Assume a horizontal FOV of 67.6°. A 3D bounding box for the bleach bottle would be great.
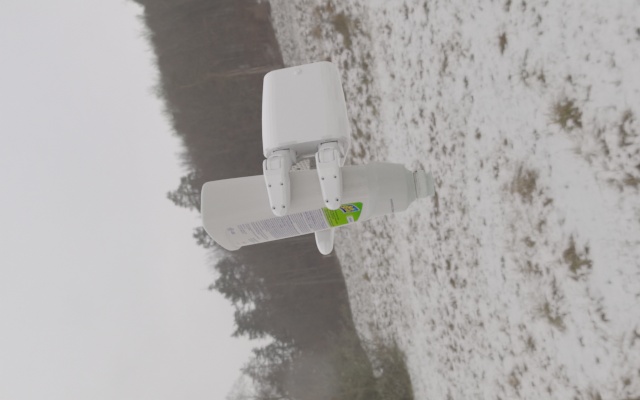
[{"bbox_3d":[0.000,0.002,0.542,0.251,0.068,0.103,-8,-22,8],"label":"bleach bottle"}]
